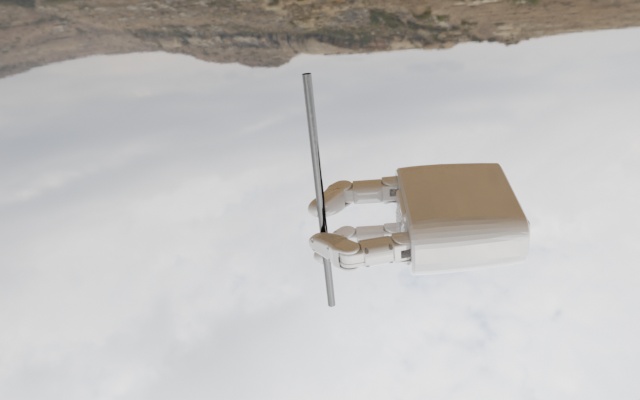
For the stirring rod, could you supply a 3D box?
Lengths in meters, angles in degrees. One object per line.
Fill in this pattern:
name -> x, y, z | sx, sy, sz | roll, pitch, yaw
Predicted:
stirring rod -> 0.000, 0.001, 0.454 | 0.011, 0.240, 0.011 | -5, 25, 2
